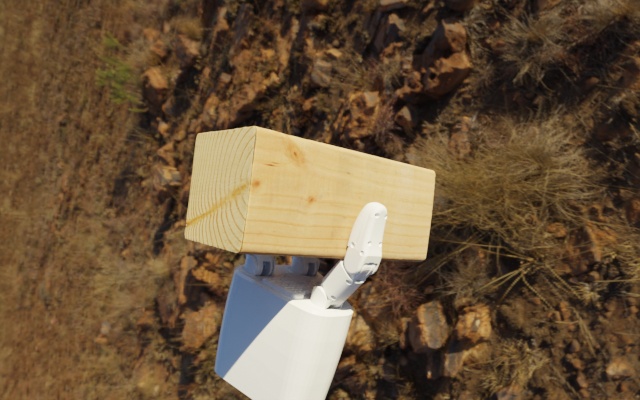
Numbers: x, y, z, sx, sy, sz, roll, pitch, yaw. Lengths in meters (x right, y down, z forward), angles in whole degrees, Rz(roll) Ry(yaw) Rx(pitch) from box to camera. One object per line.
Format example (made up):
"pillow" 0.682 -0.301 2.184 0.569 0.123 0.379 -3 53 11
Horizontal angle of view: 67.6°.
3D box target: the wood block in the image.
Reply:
"wood block" 0.000 0.002 0.423 0.206 0.090 0.091 8 -2 -41
